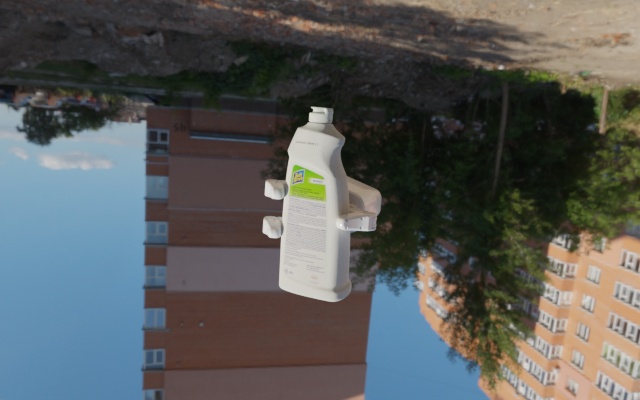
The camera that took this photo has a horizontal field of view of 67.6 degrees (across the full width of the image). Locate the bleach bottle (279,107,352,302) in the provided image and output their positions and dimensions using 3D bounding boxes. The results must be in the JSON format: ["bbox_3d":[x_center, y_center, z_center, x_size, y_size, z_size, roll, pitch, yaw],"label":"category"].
[{"bbox_3d":[0.000,0.002,0.647,0.102,0.251,0.068,9,11,23],"label":"bleach bottle"}]
